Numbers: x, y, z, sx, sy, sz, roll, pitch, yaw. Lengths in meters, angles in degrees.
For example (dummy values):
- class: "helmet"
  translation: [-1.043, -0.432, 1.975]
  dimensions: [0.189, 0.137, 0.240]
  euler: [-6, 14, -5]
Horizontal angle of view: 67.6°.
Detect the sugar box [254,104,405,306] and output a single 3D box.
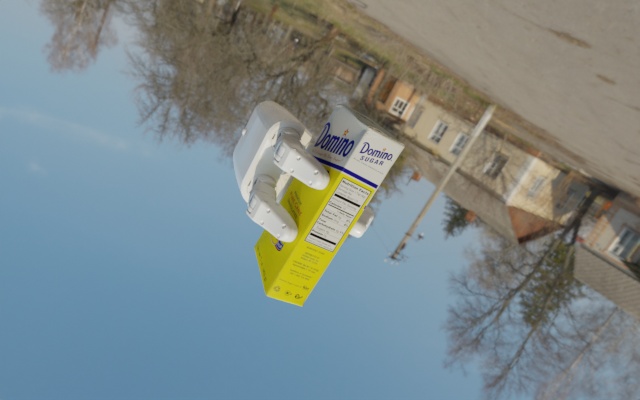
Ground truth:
- class: "sugar box"
  translation: [0.000, 0.001, 0.448]
  dimensions: [0.048, 0.176, 0.093]
  euler: [22, 16, -24]
